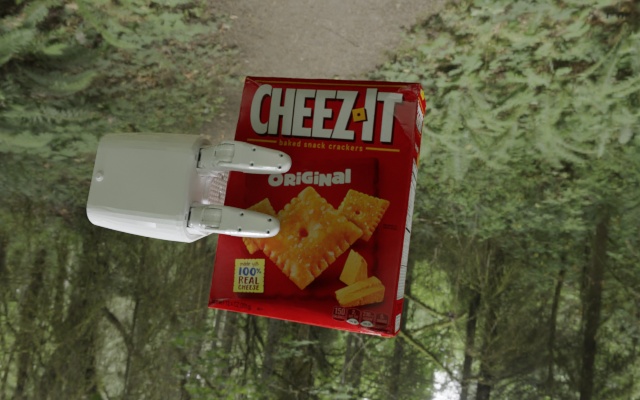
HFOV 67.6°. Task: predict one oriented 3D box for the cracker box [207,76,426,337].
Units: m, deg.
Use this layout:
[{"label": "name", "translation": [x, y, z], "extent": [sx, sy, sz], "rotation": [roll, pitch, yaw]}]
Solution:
[{"label": "cracker box", "translation": [0.000, 0.002, 0.431], "extent": [0.164, 0.213, 0.072], "rotation": [6, -7, 15]}]
